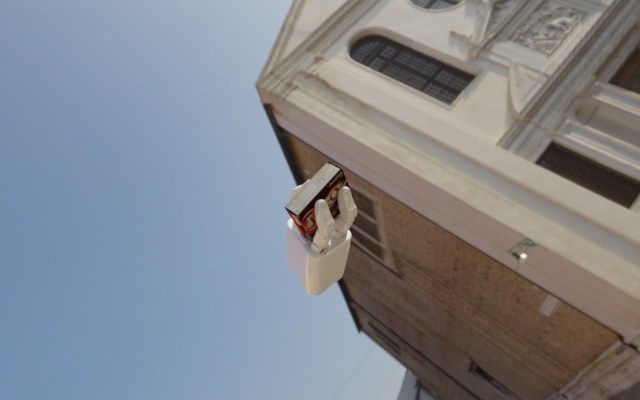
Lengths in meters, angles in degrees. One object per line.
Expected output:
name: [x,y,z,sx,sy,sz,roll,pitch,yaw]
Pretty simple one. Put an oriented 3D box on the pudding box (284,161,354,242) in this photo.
pudding box: [0.000,0.003,0.804,0.039,0.113,0.090,31,-18,31]
